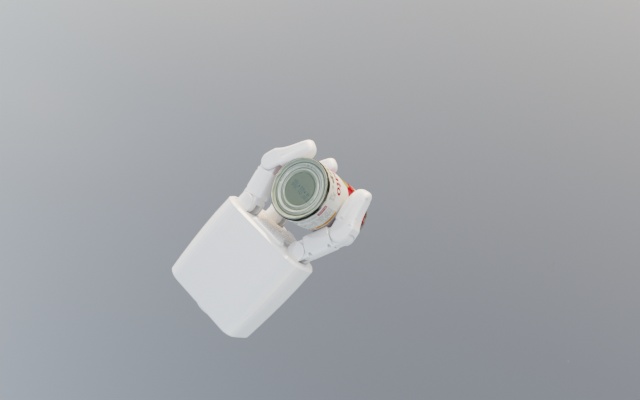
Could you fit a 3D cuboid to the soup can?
[{"bbox_3d":[0.000,0.001,0.511,0.068,0.068,0.102,0,-17,27],"label":"soup can"}]
